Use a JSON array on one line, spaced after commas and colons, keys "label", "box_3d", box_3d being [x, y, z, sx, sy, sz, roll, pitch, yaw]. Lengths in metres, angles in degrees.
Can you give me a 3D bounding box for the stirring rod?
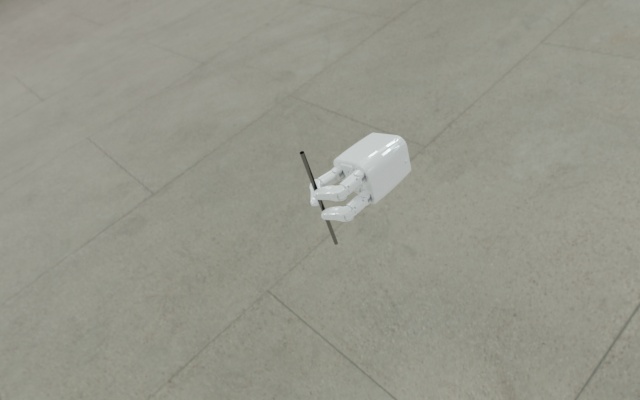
[{"label": "stirring rod", "box_3d": [0.000, 0.003, 0.886, 0.011, 0.011, 0.240, 0, -44, 21]}]
